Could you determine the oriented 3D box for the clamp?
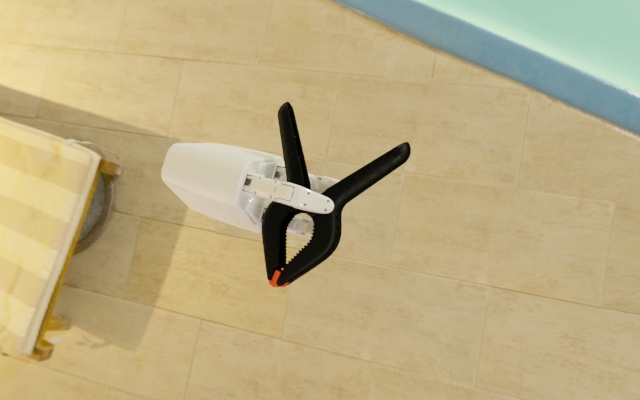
[{"bbox_3d":[-0.001,0.002,0.534,0.164,0.210,0.036,15,-4,21],"label":"clamp"}]
